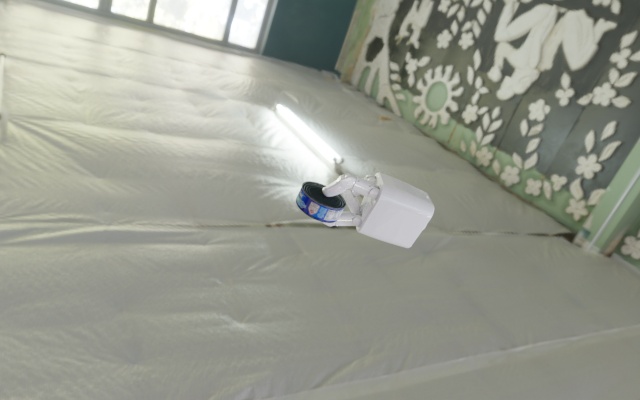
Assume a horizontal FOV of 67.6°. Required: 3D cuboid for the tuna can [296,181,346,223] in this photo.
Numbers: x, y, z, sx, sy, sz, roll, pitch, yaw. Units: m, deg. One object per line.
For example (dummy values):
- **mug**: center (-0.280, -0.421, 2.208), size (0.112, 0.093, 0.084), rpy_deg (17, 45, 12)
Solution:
- **tuna can**: center (0.000, 0.003, 0.848), size (0.086, 0.034, 0.086), rpy_deg (22, 23, -10)
